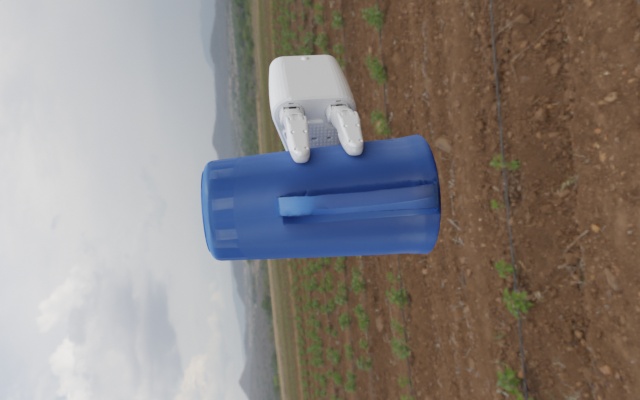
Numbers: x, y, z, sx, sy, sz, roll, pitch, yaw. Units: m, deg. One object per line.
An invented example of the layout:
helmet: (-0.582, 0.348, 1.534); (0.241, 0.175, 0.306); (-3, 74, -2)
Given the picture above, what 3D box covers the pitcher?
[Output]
pitcher: (0.000, 0.002, 0.513); (0.243, 0.145, 0.149); (-5, -42, -6)
